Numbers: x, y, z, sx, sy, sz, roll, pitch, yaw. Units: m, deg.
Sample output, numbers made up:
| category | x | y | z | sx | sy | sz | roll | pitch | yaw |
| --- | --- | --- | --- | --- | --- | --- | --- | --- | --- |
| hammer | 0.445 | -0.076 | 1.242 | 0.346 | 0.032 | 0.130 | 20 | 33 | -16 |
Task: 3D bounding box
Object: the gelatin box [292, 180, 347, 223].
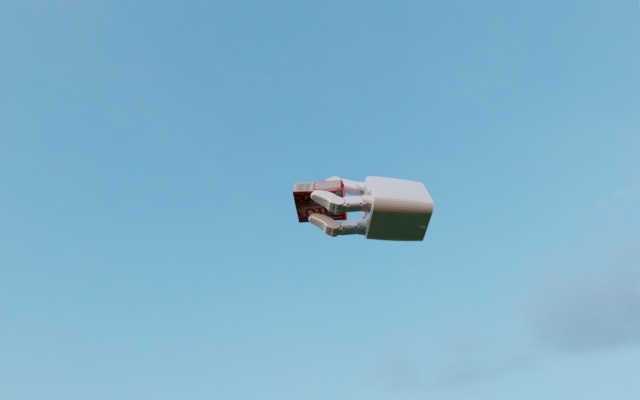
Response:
| category | x | y | z | sx | sy | sz | roll | pitch | yaw |
| --- | --- | --- | --- | --- | --- | --- | --- | --- | --- |
| gelatin box | 0.000 | 0.002 | 0.842 | 0.089 | 0.073 | 0.030 | -3 | 40 | 8 |
